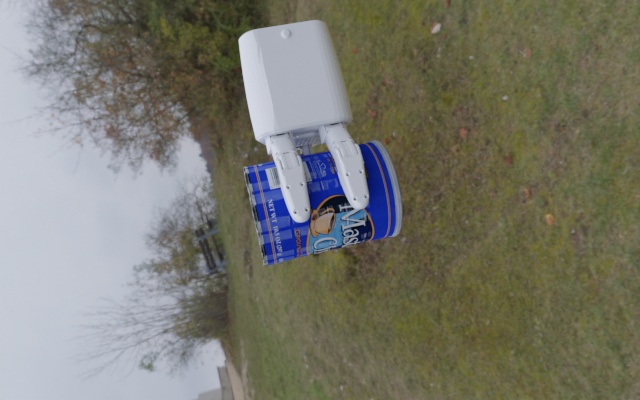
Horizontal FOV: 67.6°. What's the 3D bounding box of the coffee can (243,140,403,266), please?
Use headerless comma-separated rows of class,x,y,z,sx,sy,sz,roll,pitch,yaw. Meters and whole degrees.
coffee can,0.000,0.002,0.491,0.140,0.103,0.103,-12,2,-9
